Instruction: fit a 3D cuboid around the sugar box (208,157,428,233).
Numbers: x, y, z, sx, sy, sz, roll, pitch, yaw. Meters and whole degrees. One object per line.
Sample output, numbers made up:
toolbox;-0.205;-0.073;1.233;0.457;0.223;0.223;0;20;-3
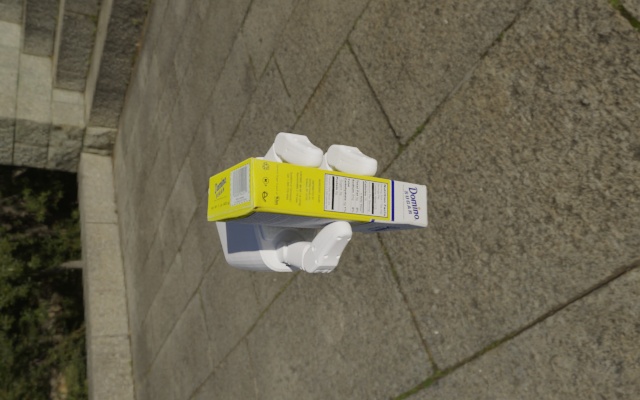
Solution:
sugar box;0.000;0.001;0.425;0.176;0.048;0.093;4;-9;-33
